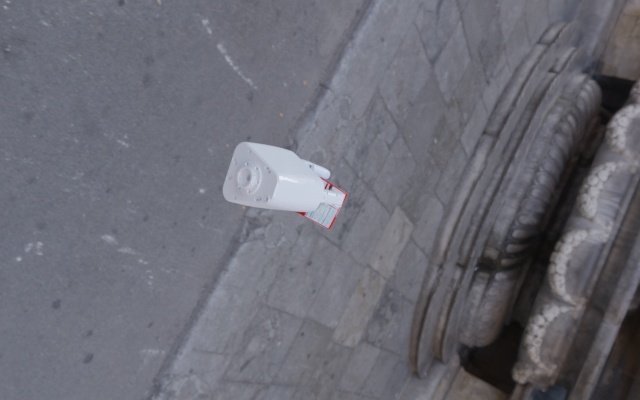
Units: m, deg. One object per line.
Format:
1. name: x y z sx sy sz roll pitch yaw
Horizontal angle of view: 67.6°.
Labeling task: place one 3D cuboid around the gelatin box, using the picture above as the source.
1. gelatin box: 0.001 0.003 0.835 0.030 0.073 0.089 24 -4 39
